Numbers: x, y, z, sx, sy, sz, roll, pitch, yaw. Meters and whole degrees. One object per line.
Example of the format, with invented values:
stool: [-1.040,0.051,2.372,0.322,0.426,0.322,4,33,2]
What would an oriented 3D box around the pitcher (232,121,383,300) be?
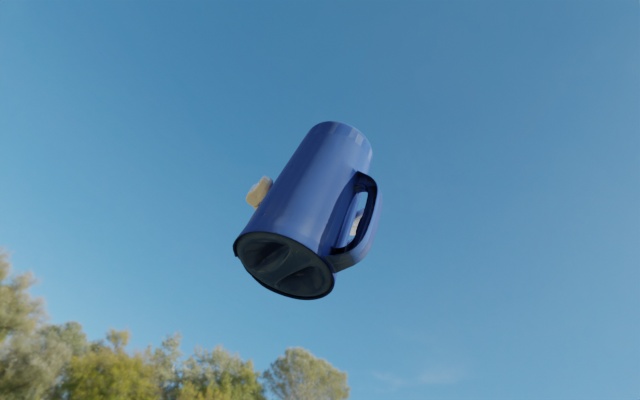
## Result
pitcher: [0.000,0.002,0.647,0.149,0.242,0.145,26,-39,-1]
